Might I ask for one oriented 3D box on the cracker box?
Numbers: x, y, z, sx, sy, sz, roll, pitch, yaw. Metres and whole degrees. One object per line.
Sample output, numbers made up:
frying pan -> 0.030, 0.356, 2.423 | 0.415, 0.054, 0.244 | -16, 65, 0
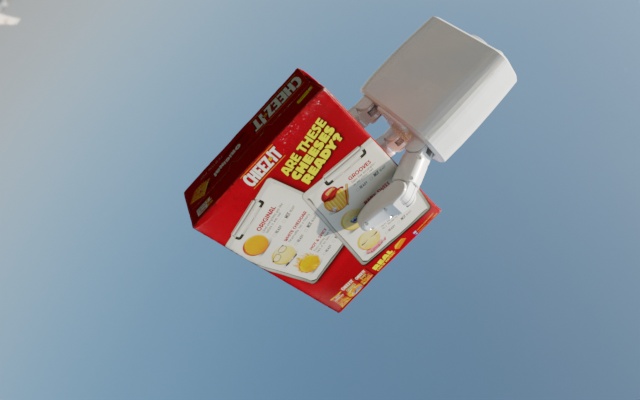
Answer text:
cracker box -> 0.000, 0.002, 0.483 | 0.214, 0.164, 0.072 | 39, 8, -38
